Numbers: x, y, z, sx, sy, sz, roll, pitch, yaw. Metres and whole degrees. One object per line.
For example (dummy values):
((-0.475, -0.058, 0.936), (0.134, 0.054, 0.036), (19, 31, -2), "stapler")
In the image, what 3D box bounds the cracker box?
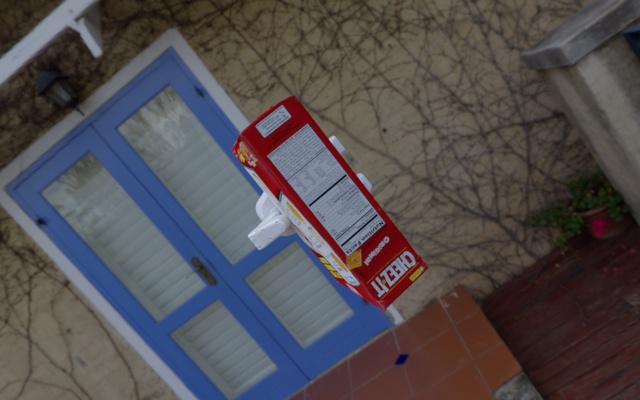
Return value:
((0.000, 0.002, 0.512), (0.072, 0.214, 0.164), (-40, 9, -10), "cracker box")
